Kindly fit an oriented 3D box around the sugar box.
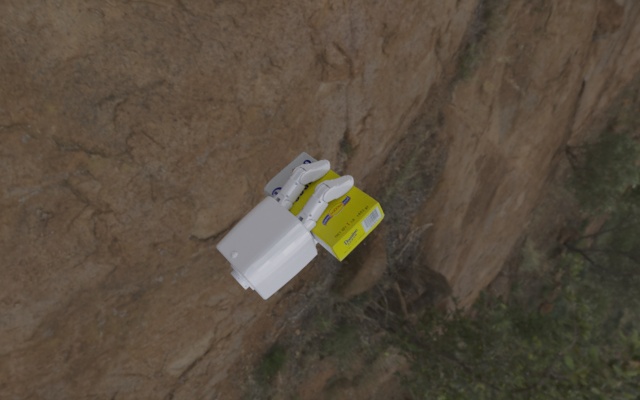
[{"bbox_3d":[0.000,0.002,0.708,0.176,0.093,0.048,37,-16,37],"label":"sugar box"}]
